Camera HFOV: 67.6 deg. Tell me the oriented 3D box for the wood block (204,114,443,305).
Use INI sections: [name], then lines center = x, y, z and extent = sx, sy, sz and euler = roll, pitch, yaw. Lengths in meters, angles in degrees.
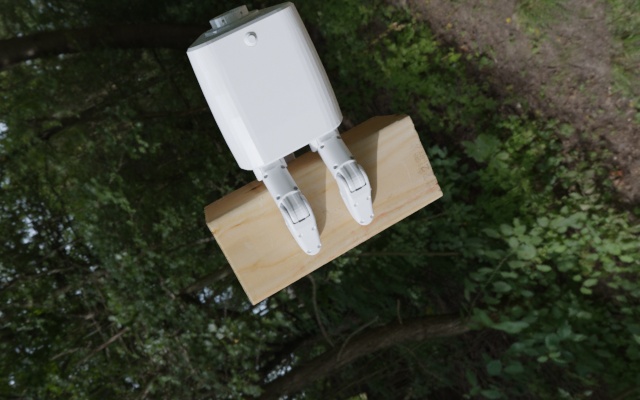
[wood block]
center = 0.000, 0.001, 0.473
extent = 0.206, 0.090, 0.091
euler = -29, 14, -9
